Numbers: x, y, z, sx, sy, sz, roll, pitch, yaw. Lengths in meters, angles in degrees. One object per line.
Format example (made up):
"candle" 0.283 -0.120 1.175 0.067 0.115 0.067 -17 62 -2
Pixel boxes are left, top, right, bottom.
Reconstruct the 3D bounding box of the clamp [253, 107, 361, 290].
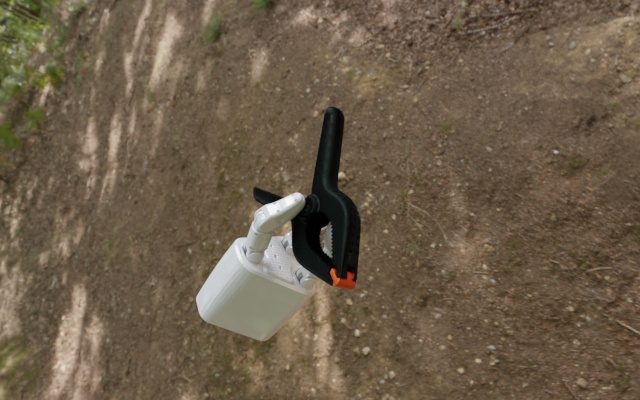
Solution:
"clamp" 0.000 0.002 0.540 0.036 0.164 0.209 19 31 -41
